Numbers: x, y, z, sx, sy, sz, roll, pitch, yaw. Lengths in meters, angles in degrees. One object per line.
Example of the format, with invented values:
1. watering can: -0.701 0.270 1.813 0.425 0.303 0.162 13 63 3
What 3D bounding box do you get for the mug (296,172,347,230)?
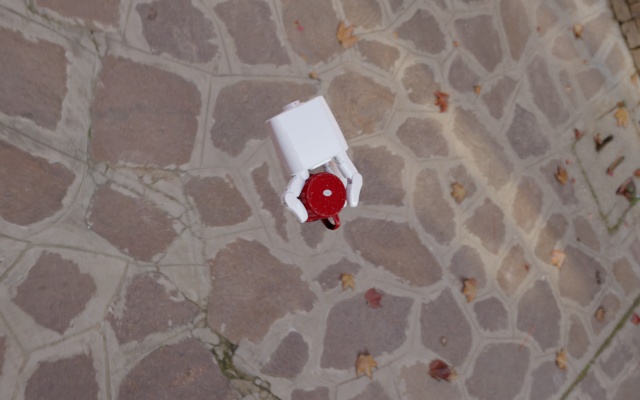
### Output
1. mug: 0.001 0.004 0.872 0.093 0.117 0.081 -31 9 -24
